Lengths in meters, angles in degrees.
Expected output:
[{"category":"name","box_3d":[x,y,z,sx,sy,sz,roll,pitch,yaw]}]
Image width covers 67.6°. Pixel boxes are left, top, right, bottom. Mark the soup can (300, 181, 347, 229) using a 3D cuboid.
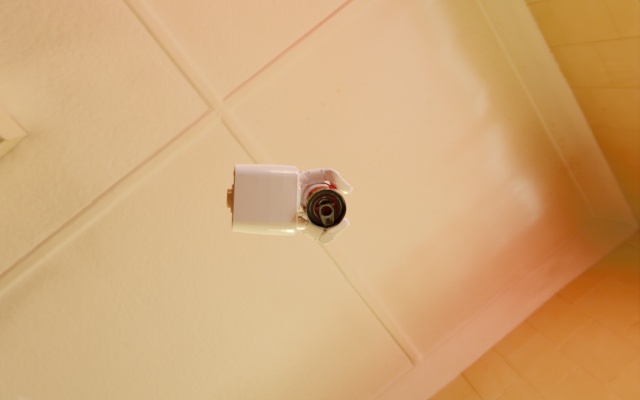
[{"category":"soup can","box_3d":[0.001,0.003,0.815,0.068,0.068,0.102,0,13,-11]}]
